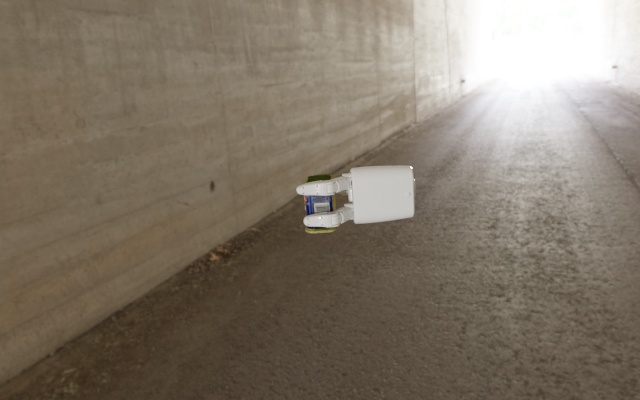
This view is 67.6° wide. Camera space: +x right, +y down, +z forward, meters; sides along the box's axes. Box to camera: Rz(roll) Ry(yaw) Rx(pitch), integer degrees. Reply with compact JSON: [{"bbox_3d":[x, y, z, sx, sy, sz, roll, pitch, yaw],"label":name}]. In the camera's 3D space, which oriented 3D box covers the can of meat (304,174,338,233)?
[{"bbox_3d":[0.000,0.002,0.858,0.057,0.084,0.102,-3,15,3],"label":"can of meat"}]
